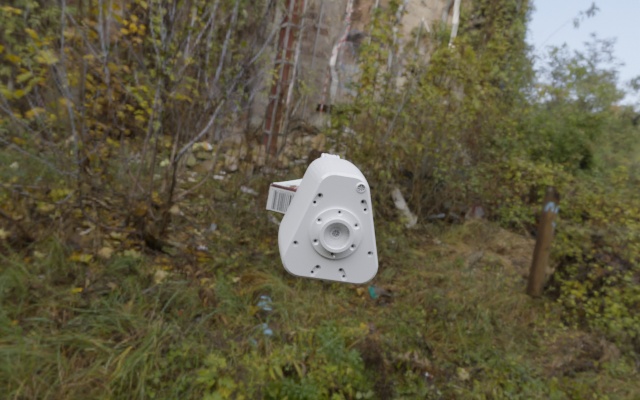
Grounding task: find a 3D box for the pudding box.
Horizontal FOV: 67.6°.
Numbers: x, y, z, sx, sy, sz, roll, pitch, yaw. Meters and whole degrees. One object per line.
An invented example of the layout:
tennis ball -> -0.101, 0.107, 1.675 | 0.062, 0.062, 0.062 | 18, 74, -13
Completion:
pudding box -> 0.000, 0.002, 0.623 | 0.113, 0.039, 0.090 | 15, 12, 22
